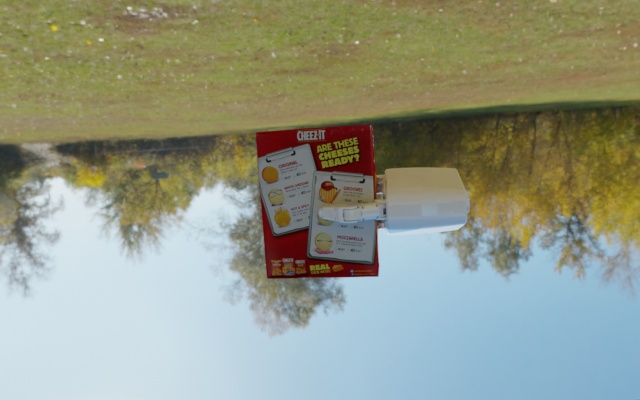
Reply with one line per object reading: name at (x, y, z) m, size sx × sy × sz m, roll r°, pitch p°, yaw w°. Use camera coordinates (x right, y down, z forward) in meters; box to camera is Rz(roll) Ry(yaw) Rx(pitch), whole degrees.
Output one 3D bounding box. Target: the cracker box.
cracker box at (0.000, 0.002, 0.695) m, size 0.164 × 0.214 × 0.072 m, roll -2°, pitch 8°, yaw 8°
